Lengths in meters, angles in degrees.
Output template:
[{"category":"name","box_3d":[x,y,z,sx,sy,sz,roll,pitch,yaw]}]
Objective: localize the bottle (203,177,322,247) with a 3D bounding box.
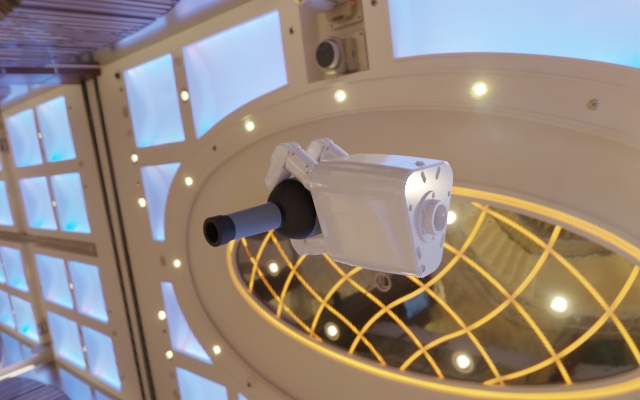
[{"category":"bottle","box_3d":[0.000,0.002,0.533,0.069,0.069,0.295,0,10,42]}]
